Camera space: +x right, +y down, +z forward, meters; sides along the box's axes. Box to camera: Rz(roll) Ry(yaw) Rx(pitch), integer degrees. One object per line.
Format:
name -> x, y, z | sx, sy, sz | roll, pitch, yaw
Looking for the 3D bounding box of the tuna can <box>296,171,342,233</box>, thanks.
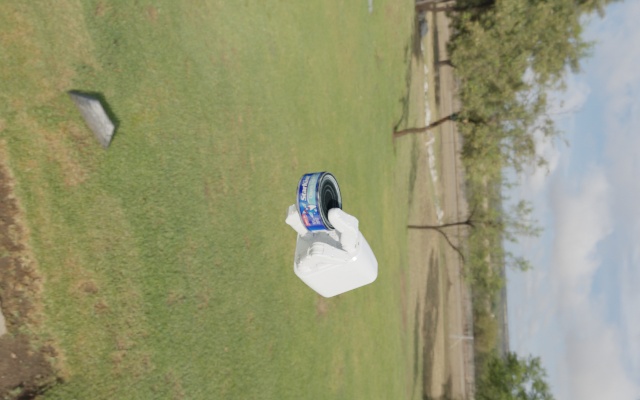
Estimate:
tuna can -> 0.001, 0.002, 0.673 | 0.034, 0.086, 0.086 | -6, -3, 24
